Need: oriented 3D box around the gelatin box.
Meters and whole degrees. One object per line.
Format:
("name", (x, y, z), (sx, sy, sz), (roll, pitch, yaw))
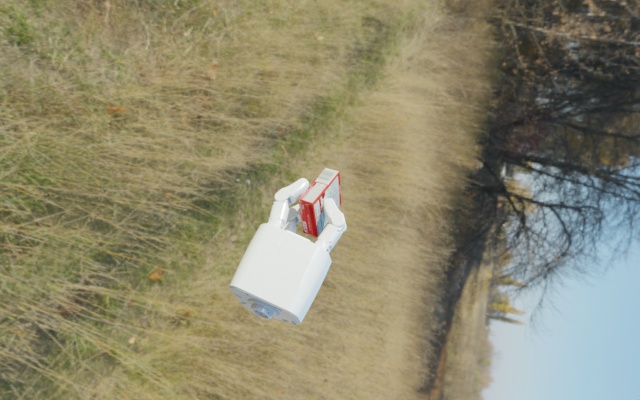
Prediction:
("gelatin box", (0.001, 0.002, 0.767), (0.030, 0.073, 0.089), (19, 48, 24))
